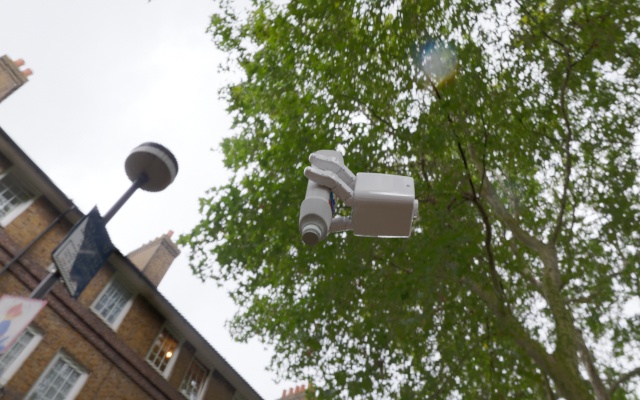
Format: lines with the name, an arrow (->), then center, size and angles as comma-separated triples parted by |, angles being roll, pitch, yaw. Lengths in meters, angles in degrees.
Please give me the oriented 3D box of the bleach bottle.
bleach bottle -> 0.000, 0.003, 0.881 | 0.068, 0.103, 0.250 | 3, 33, 7
